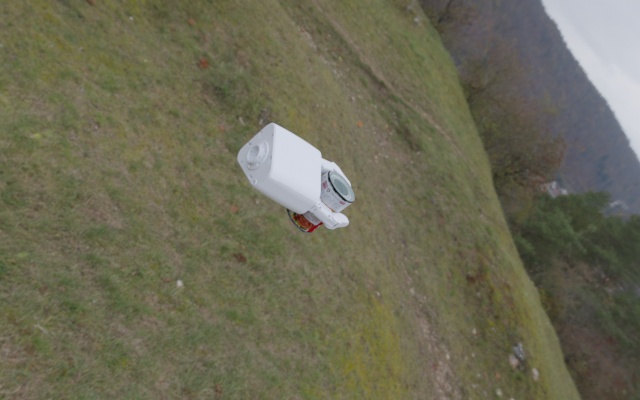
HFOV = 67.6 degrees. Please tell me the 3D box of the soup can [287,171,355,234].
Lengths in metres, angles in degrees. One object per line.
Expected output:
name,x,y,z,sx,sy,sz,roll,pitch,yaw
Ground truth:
soup can,0.001,0.003,0.832,0.102,0.068,0.068,-37,-17,24
